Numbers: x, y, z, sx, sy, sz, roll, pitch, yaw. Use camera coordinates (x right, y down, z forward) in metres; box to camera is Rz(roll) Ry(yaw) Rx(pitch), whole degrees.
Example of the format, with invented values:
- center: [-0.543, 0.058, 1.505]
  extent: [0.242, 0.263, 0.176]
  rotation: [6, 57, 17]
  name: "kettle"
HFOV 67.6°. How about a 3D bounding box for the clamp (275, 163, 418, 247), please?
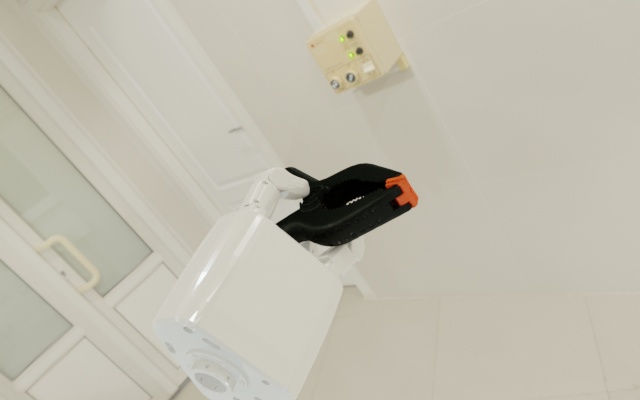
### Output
- center: [0.000, 0.001, 0.467]
  extent: [0.210, 0.036, 0.164]
  rotation: [-17, 33, 36]
  name: "clamp"
